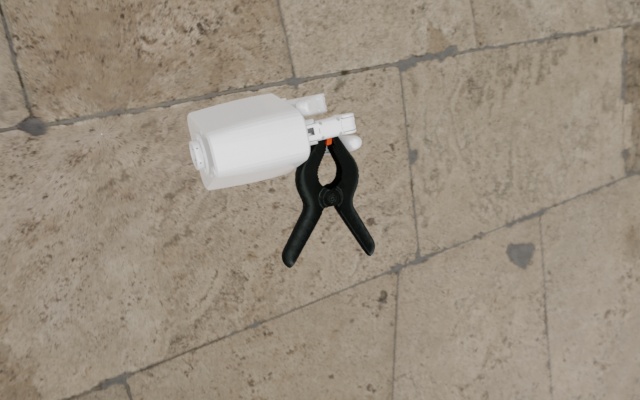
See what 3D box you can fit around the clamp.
[{"bbox_3d":[0.000,0.002,0.577,0.120,0.171,0.039,-16,14,-21],"label":"clamp"}]
